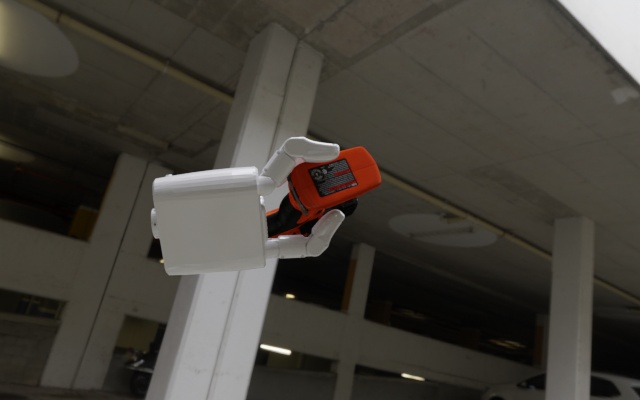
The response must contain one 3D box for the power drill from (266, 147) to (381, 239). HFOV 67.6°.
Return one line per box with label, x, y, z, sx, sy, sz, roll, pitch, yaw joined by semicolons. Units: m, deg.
power drill;0.000;0.002;0.606;0.184;0.057;0.188;-21;-13;-29
